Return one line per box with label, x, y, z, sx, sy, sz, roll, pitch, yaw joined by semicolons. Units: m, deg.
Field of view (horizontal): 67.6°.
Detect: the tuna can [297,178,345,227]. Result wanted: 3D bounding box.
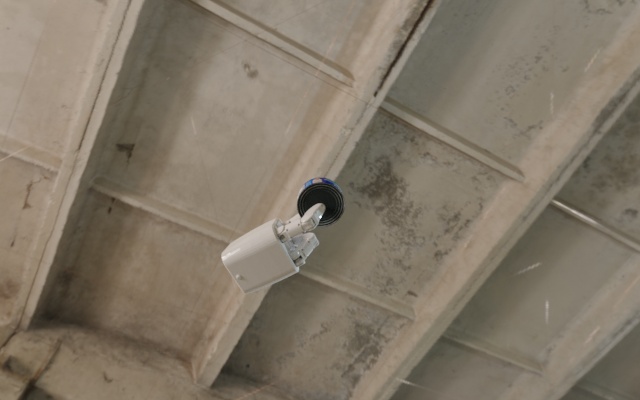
tuna can;0.000;0.003;0.860;0.086;0.086;0.033;0;22;-3
